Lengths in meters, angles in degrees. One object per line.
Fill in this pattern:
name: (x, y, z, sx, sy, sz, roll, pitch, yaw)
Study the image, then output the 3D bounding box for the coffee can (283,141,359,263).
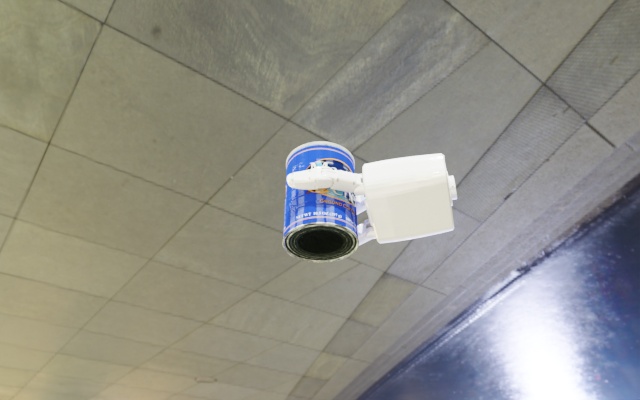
coffee can: (0.000, 0.002, 0.676, 0.103, 0.140, 0.103, 0, -35, 0)
